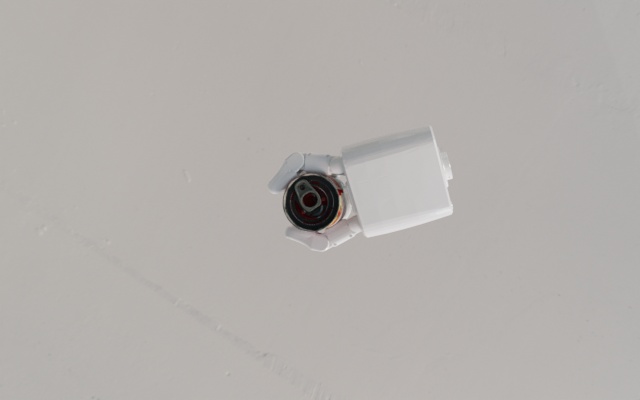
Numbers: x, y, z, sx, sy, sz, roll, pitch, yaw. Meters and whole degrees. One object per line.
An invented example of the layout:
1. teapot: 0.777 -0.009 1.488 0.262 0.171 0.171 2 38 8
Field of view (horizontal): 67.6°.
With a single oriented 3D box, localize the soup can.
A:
1. soup can: 0.000 0.002 0.595 0.068 0.068 0.102 0 0 13
